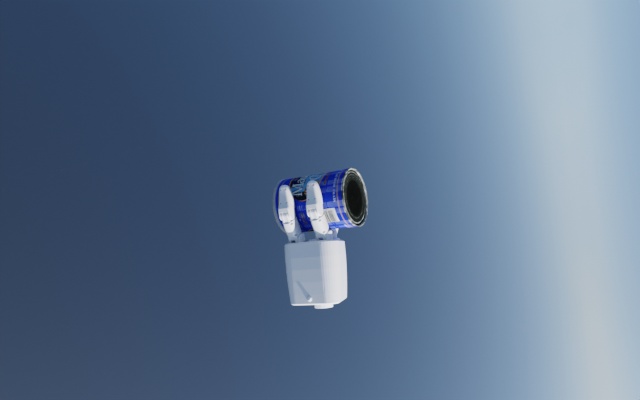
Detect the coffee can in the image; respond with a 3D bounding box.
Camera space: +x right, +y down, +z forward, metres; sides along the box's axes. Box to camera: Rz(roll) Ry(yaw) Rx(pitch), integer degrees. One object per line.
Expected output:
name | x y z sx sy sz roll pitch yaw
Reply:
coffee can | 0.000 0.003 0.851 0.140 0.103 0.103 -8 -4 28
